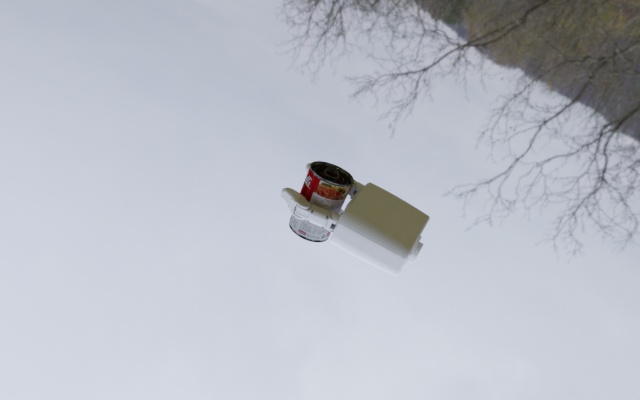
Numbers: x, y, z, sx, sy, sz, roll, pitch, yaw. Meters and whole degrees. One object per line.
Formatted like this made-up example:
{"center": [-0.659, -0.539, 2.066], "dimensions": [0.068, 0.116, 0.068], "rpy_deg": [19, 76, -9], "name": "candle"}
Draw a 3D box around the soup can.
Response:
{"center": [0.000, 0.002, 0.706], "dimensions": [0.068, 0.102, 0.068], "rpy_deg": [18, 26, -9], "name": "soup can"}
